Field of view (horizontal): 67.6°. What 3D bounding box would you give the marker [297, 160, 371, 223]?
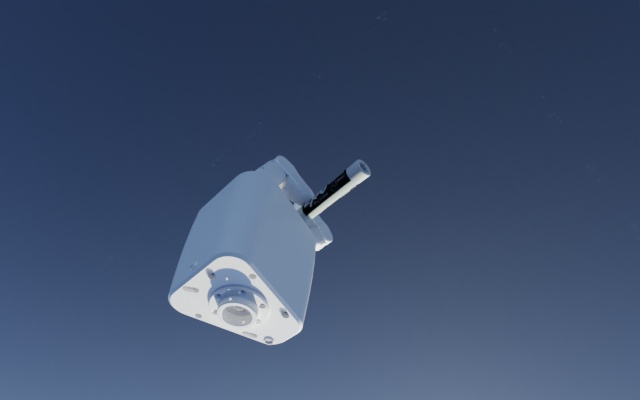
[{"bbox_3d":[0.000,0.002,0.480,0.121,0.020,0.020,-38,-21,29],"label":"marker"}]
